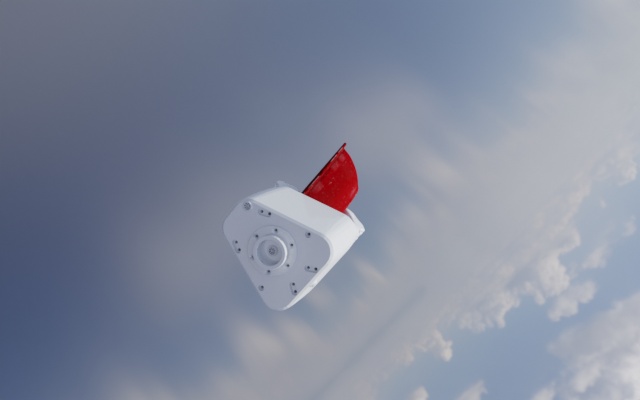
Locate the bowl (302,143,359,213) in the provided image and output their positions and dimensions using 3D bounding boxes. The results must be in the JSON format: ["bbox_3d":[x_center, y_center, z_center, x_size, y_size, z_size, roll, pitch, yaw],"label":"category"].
[{"bbox_3d":[0.001,0.002,0.631,0.055,0.162,0.162,40,-3,-3],"label":"bowl"}]
